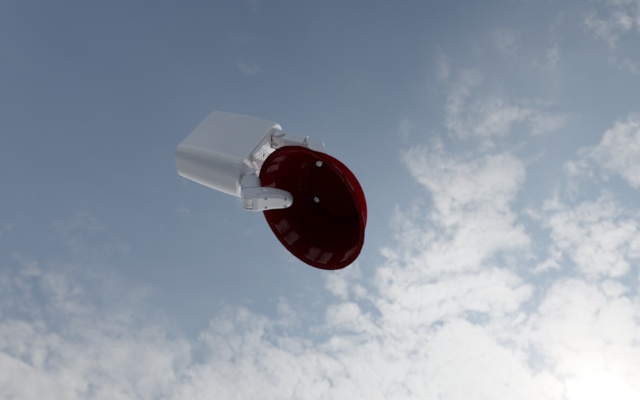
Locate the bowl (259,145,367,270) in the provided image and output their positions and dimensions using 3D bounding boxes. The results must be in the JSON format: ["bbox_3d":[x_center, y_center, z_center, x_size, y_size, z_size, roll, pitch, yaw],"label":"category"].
[{"bbox_3d":[0.001,0.002,0.581,0.162,0.162,0.055,0,23,42],"label":"bowl"}]
